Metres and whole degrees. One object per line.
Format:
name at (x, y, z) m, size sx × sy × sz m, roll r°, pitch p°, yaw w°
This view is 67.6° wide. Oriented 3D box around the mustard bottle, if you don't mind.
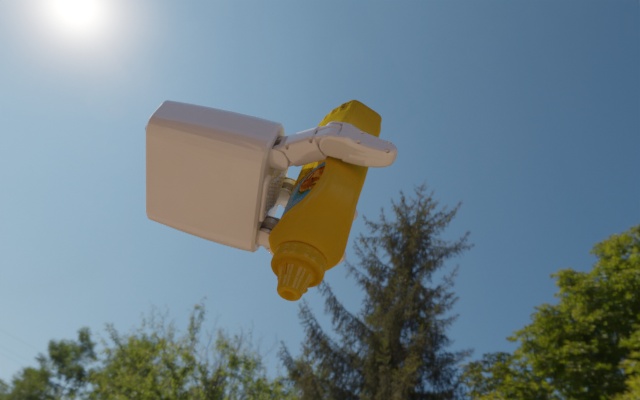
mustard bottle at (0.000, 0.001, 0.403) m, size 0.058 × 0.191 × 0.096 m, roll 32°, pitch -45°, yaw -12°
